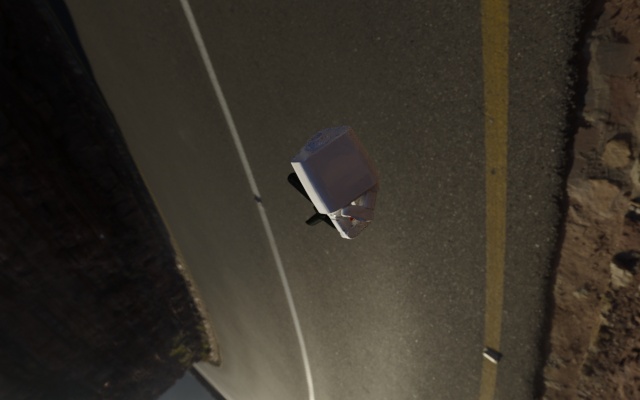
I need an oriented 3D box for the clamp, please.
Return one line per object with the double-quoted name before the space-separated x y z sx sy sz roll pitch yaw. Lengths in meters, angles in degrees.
"clamp" 0.000 0.003 0.889 0.039 0.120 0.171 -43 25 -25
